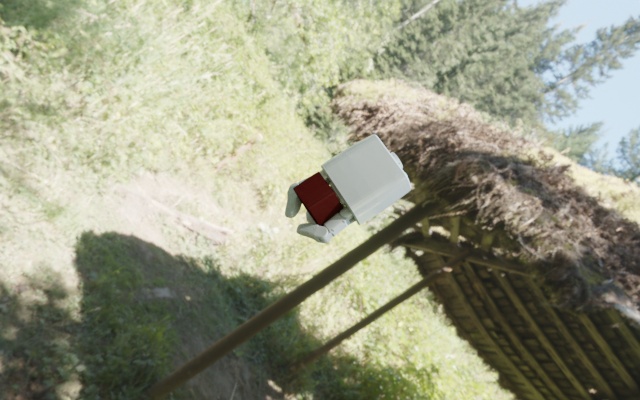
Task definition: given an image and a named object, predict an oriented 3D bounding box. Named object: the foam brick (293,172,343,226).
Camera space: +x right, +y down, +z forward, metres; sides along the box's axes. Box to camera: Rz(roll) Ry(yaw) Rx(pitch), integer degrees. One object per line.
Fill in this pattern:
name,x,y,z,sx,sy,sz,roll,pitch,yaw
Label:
foam brick,0.000,0.002,0.768,0.051,0.053,0.078,-34,-38,-1
